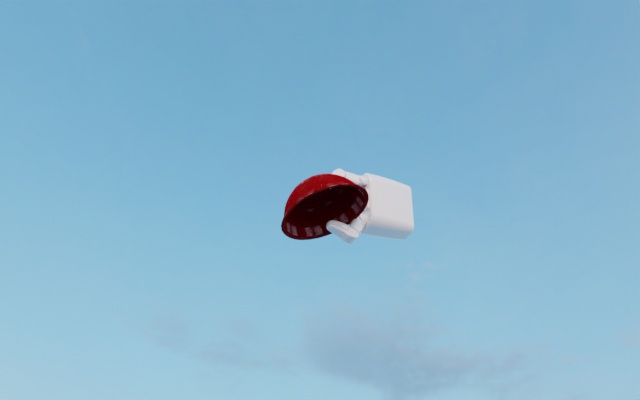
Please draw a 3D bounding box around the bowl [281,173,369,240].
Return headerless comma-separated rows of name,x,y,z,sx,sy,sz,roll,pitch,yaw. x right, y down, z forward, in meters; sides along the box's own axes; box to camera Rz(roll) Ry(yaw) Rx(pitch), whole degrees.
bowl,-0.001,0.002,0.833,0.162,0.055,0.162,-18,-30,-11
